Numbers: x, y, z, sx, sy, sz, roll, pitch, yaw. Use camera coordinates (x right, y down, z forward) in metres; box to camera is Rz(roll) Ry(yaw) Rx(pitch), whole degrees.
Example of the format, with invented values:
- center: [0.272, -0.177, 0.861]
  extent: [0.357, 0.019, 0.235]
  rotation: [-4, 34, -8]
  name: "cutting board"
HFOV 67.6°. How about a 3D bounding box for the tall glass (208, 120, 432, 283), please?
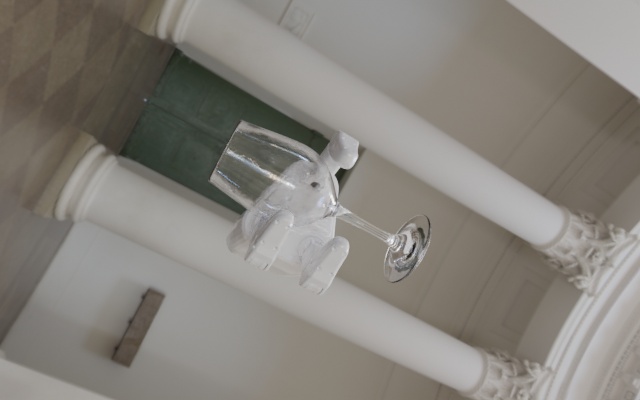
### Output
- center: [0.001, 0.002, 0.445]
  extent: [0.201, 0.079, 0.079]
  rotation: [28, -8, -14]
  name: "tall glass"
